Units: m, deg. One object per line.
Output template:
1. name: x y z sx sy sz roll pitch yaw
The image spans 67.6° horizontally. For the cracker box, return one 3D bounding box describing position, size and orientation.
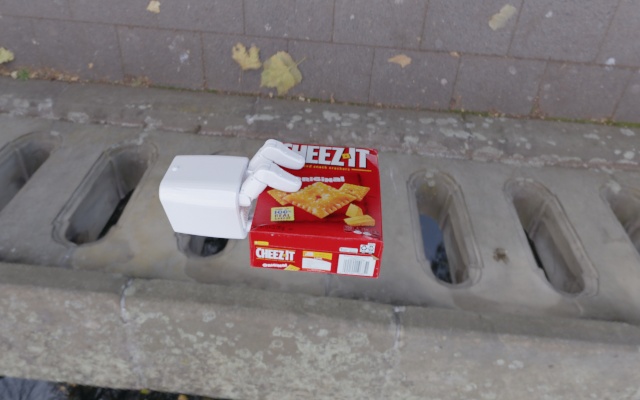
1. cracker box: 0.000 0.002 0.661 0.164 0.072 0.213 5 38 1
